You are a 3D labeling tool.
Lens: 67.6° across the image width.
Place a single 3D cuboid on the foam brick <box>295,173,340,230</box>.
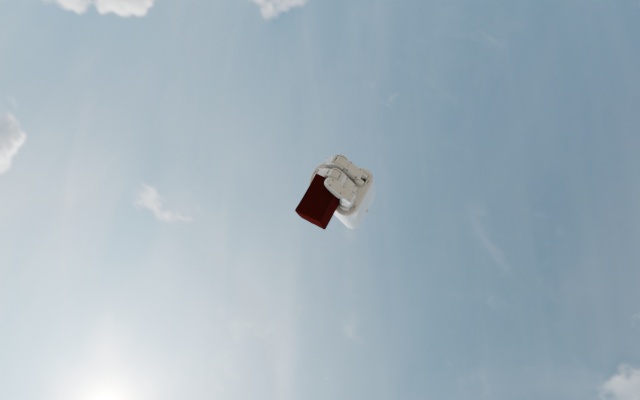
[{"bbox_3d":[0.000,0.003,0.839,0.053,0.078,0.051,26,-13,17],"label":"foam brick"}]
